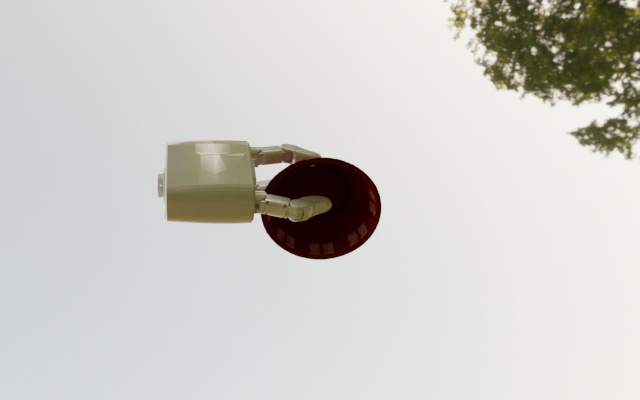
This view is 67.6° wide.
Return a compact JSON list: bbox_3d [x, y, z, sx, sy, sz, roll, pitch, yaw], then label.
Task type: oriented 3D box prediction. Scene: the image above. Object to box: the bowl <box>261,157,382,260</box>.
[{"bbox_3d":[0.001,0.002,0.654,0.162,0.162,0.055,0,32,-2],"label":"bowl"}]
